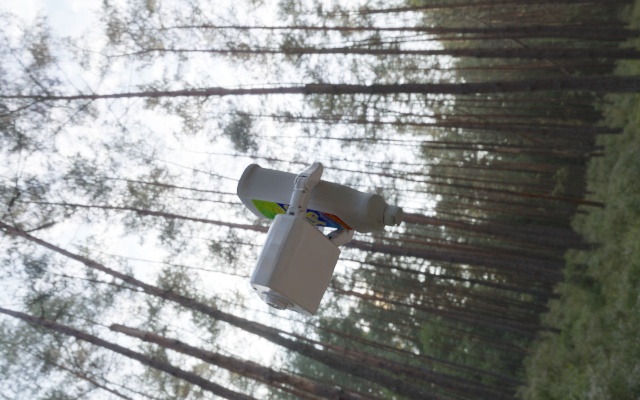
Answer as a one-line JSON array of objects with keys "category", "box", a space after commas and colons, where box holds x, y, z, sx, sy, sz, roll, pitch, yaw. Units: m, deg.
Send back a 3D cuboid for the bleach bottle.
[{"category": "bleach bottle", "box": [0.000, 0.002, 0.727, 0.251, 0.068, 0.103, 9, -27, 29]}]
